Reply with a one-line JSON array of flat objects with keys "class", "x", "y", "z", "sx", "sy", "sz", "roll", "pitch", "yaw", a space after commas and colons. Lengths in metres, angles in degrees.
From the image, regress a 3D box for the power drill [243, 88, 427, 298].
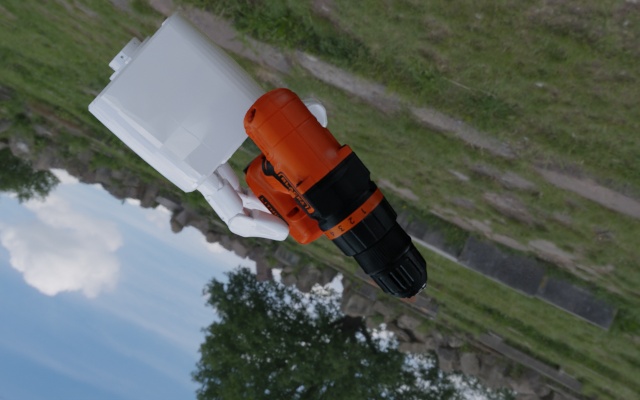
[{"class": "power drill", "x": 0.000, "y": 0.001, "z": 0.417, "sx": 0.057, "sy": 0.184, "sz": 0.187, "roll": -39, "pitch": 6, "yaw": -14}]
